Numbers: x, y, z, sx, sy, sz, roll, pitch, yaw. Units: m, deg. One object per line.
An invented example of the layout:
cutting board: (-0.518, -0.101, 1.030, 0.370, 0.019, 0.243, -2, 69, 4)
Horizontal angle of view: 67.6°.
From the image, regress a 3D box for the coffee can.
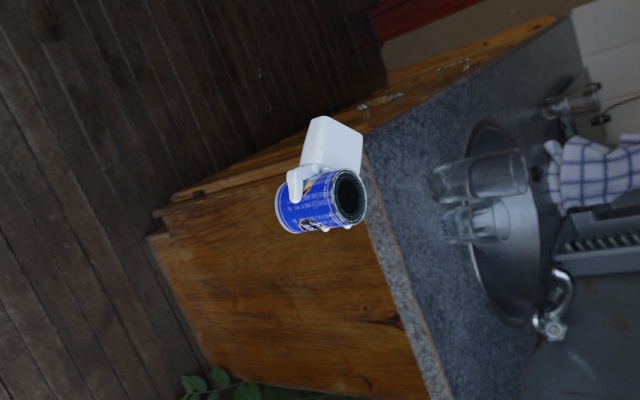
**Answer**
coffee can: (0.000, 0.003, 0.885, 0.140, 0.103, 0.103, -11, -7, 40)
